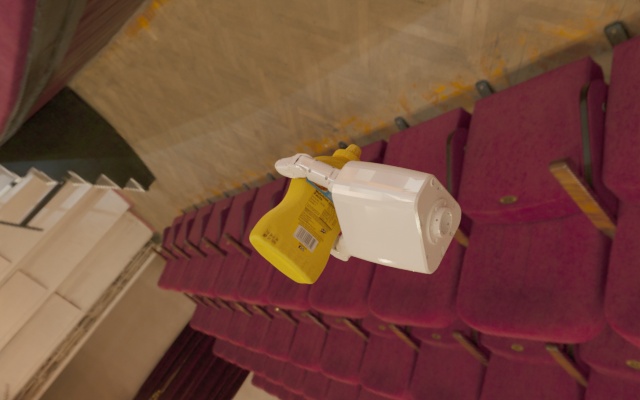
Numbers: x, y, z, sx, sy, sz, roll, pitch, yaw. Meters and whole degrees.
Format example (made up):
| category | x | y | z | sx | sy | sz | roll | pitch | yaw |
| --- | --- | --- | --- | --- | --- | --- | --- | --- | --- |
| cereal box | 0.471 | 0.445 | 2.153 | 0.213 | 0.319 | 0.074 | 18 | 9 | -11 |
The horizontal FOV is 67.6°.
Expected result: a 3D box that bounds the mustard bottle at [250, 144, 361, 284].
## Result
| category | x | y | z | sx | sy | sz | roll | pitch | yaw |
| --- | --- | --- | --- | --- | --- | --- | --- | --- | --- |
| mustard bottle | 0.000 | 0.002 | 0.602 | 0.096 | 0.191 | 0.058 | 43 | -26 | -19 |
